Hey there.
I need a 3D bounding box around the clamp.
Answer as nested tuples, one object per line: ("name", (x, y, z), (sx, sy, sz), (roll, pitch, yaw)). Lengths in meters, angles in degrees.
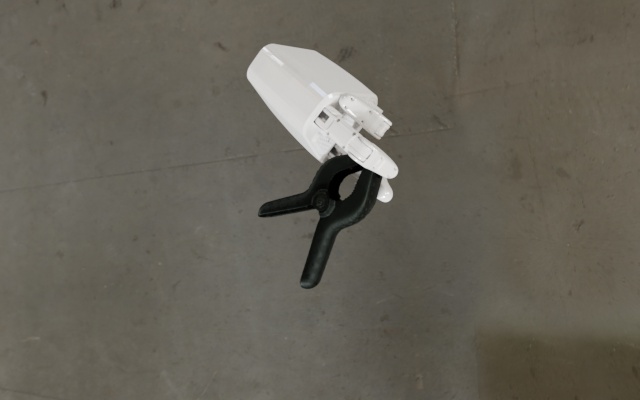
("clamp", (0.000, 0.002, 0.542), (0.120, 0.171, 0.039), (44, 15, 22))
